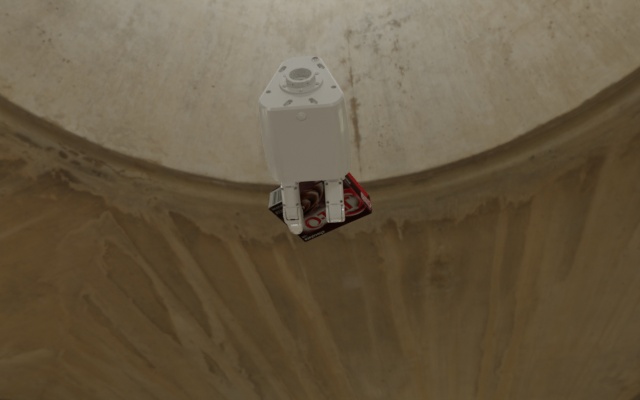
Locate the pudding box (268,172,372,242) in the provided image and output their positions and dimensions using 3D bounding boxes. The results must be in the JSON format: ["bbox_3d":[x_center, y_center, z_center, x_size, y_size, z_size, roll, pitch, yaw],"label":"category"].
[{"bbox_3d":[0.000,0.002,0.645,0.113,0.039,0.090,-24,-47,23],"label":"pudding box"}]
